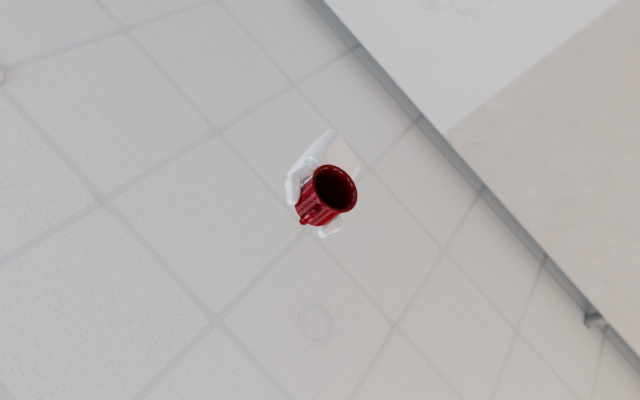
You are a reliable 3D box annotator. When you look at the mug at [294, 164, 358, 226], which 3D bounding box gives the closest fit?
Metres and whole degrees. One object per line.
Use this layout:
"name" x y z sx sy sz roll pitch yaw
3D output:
"mug" -0.001 0.004 0.840 0.081 0.093 0.117 -39 11 49
